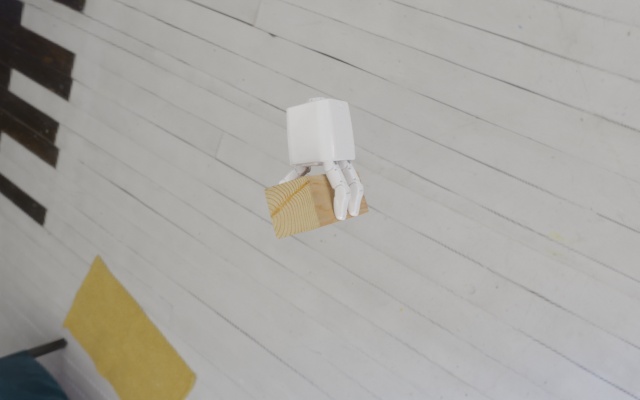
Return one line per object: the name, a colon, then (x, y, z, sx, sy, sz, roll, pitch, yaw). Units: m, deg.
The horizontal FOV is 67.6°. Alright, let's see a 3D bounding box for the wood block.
wood block: (0.000, 0.003, 0.878, 0.091, 0.090, 0.206, -16, -2, 29)
